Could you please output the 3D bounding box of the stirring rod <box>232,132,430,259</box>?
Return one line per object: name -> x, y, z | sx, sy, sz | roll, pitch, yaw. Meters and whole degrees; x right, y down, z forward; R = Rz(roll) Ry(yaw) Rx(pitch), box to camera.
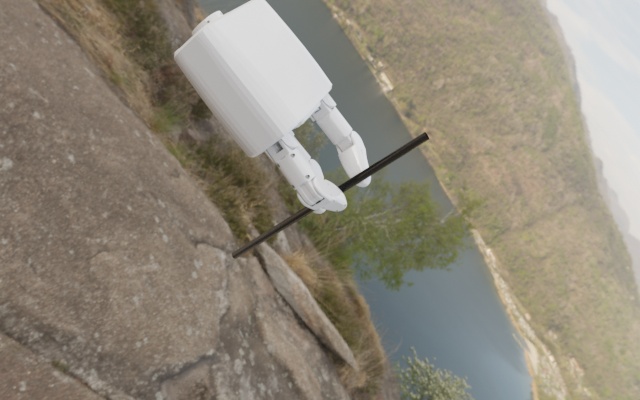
stirring rod -> 0.000, 0.002, 0.466 | 0.239, 0.011, 0.011 | -32, -14, 24
